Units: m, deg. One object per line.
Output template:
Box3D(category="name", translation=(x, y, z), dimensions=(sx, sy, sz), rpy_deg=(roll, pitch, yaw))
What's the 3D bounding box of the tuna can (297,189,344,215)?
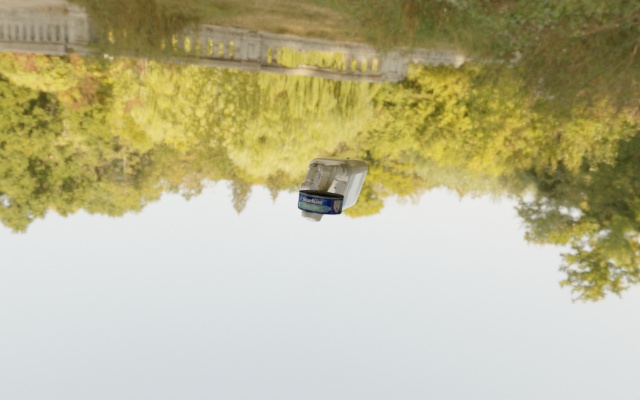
Box3D(category="tuna can", translation=(0.000, 0.003, 0.890), dimensions=(0.086, 0.034, 0.086), rpy_deg=(7, 8, -1))
